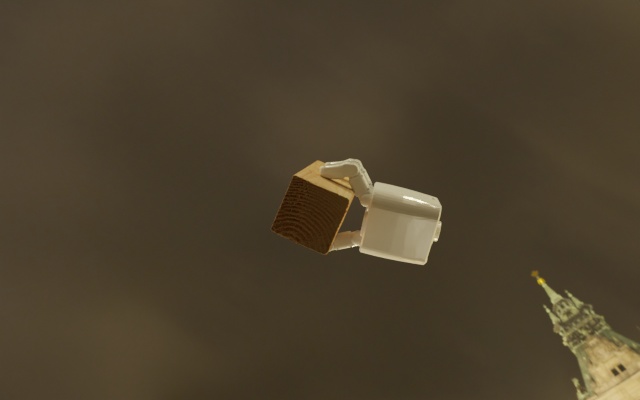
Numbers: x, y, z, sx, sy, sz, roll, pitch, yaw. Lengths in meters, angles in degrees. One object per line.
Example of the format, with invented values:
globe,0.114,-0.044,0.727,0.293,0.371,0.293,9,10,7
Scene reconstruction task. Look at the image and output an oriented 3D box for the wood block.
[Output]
wood block,0.000,0.003,0.765,0.090,0.091,0.206,24,13,4
